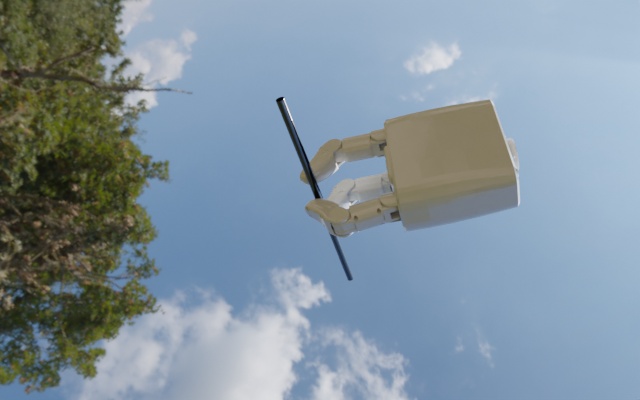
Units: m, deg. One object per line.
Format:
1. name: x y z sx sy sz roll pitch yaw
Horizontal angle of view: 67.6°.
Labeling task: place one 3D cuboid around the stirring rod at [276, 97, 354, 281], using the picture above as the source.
1. stirring rod: 0.000 0.002 0.486 0.011 0.240 0.011 -13 38 11
